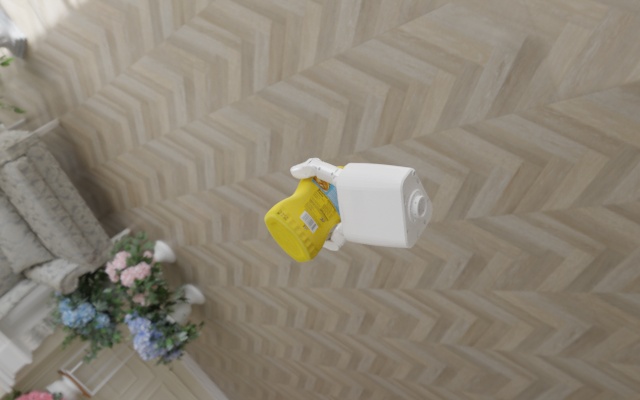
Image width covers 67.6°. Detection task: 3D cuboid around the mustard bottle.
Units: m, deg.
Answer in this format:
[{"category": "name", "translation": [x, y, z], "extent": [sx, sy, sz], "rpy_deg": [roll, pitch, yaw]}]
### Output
[{"category": "mustard bottle", "translation": [0.000, 0.003, 0.765], "extent": [0.058, 0.096, 0.191], "rpy_deg": [-24, 19, 50]}]
